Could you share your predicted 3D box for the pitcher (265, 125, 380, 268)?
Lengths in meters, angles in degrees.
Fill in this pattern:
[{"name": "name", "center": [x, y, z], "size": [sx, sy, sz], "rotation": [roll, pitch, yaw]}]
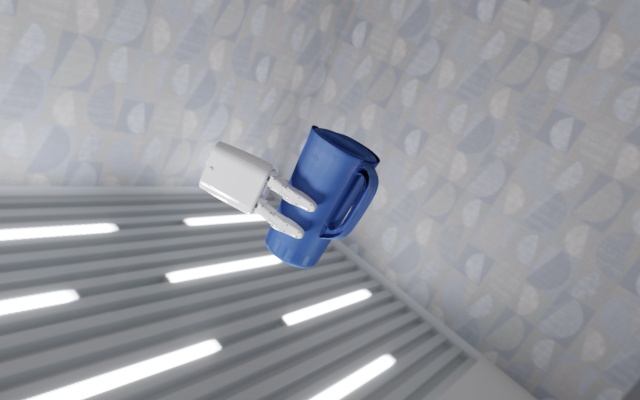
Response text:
[{"name": "pitcher", "center": [0.000, 0.003, 0.851], "size": [0.145, 0.243, 0.149], "rotation": [27, 19, -1]}]
